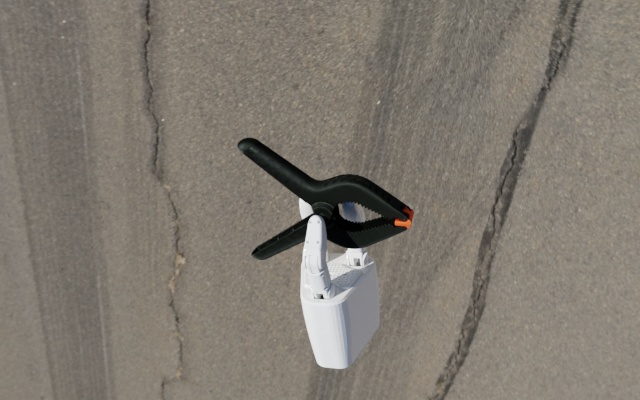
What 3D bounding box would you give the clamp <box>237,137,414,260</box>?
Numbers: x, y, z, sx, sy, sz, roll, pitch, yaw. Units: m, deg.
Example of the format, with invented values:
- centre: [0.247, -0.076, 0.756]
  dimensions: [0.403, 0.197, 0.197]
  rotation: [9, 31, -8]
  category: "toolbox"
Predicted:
- centre: [0.000, 0.002, 0.555]
  dimensions: [0.210, 0.165, 0.036]
  rotation: [0, 29, 18]
  category: "clamp"
